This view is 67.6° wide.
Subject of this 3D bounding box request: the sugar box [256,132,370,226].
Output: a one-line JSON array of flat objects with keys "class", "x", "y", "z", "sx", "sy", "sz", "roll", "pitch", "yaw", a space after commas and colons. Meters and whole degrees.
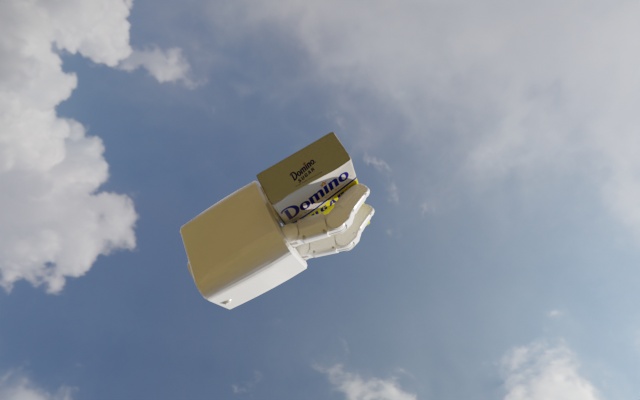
[{"class": "sugar box", "x": 0.000, "y": 0.002, "z": 0.549, "sx": 0.093, "sy": 0.048, "sz": 0.176, "roll": -30, "pitch": -24, "yaw": -1}]
